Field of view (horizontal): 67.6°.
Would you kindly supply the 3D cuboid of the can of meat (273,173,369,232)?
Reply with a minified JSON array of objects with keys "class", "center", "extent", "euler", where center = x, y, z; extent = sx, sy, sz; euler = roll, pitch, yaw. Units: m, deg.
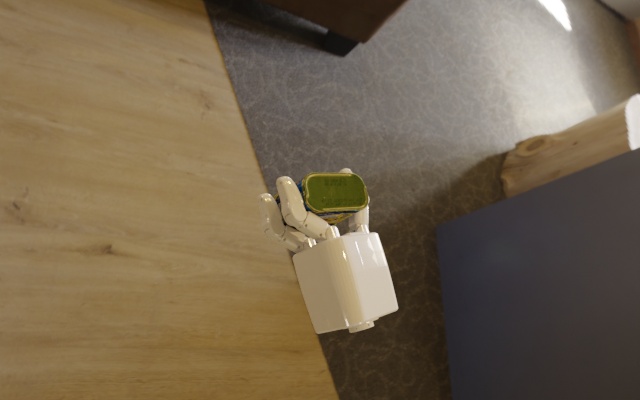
[{"class":"can of meat","center":[0.000,0.002,0.630],"extent":[0.102,0.057,0.084],"euler":[-3,-17,-34]}]
